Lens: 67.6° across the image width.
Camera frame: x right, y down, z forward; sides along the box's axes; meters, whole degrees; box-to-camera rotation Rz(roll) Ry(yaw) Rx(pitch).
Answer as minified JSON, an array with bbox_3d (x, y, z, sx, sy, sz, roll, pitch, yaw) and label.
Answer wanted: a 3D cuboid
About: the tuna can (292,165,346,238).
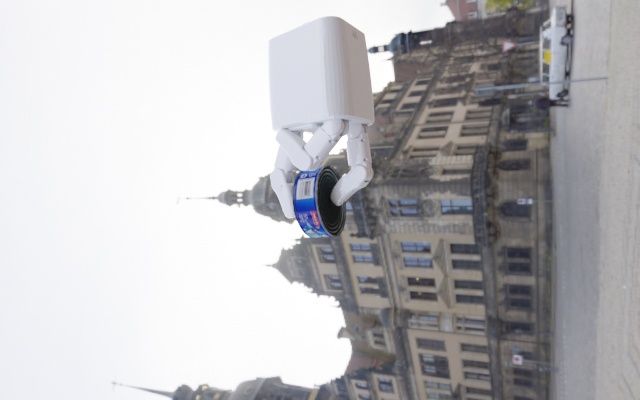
[{"bbox_3d":[0.000,0.002,0.576,0.034,0.086,0.086,-7,-3,25],"label":"tuna can"}]
